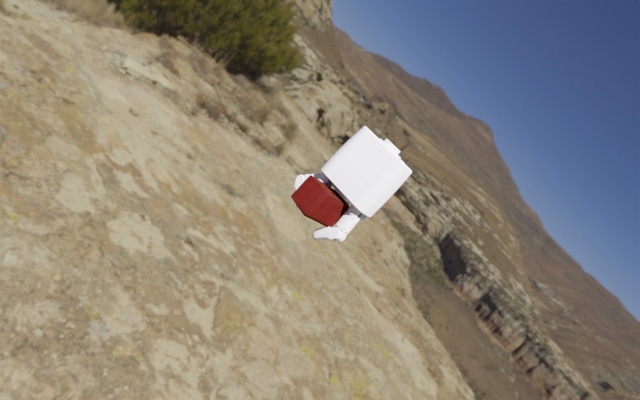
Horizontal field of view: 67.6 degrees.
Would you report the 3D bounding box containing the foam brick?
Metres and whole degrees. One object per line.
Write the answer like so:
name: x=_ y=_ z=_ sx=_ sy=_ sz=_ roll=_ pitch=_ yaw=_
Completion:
foam brick: x=0.000 y=0.003 z=0.790 sx=0.078 sy=0.051 sz=0.053 roll=29 pitch=18 yaw=-52
